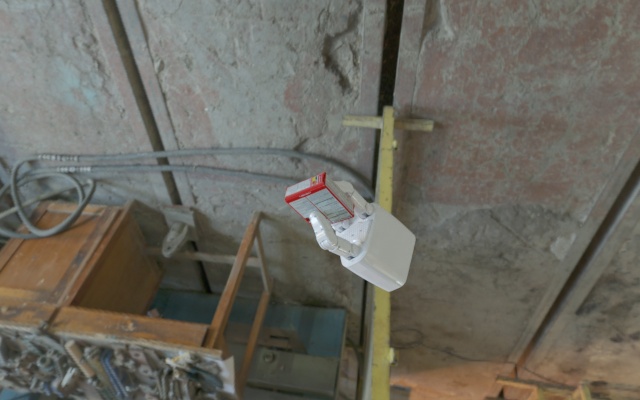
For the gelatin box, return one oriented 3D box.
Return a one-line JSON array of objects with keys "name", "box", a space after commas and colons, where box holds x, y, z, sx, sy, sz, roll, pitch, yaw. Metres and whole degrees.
[{"name": "gelatin box", "box": [0.000, 0.003, 0.737, 0.073, 0.030, 0.089, -21, -45, 28]}]
